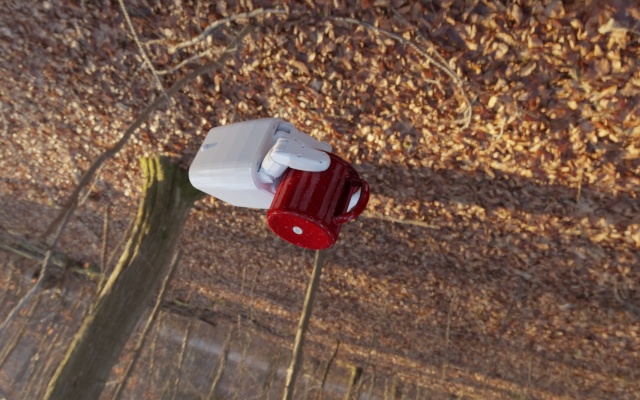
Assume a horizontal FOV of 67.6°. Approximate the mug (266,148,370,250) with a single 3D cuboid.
[{"bbox_3d":[0.001,0.002,0.527,0.117,0.081,0.093,0,-35,33],"label":"mug"}]
